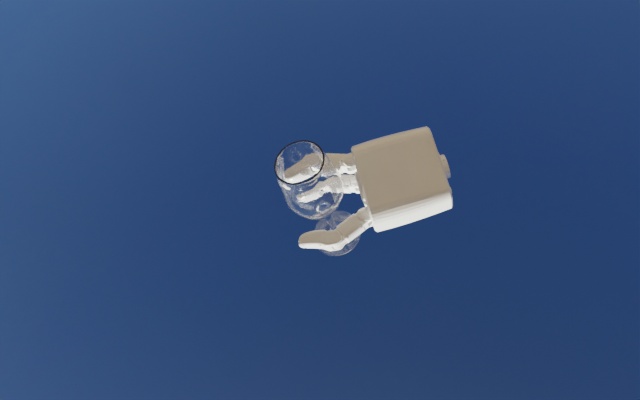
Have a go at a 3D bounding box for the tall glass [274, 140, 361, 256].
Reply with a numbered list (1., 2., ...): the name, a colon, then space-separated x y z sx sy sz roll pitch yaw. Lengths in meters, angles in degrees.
1. tall glass: 0.000 0.003 0.637 0.079 0.079 0.201 0 -28 17
